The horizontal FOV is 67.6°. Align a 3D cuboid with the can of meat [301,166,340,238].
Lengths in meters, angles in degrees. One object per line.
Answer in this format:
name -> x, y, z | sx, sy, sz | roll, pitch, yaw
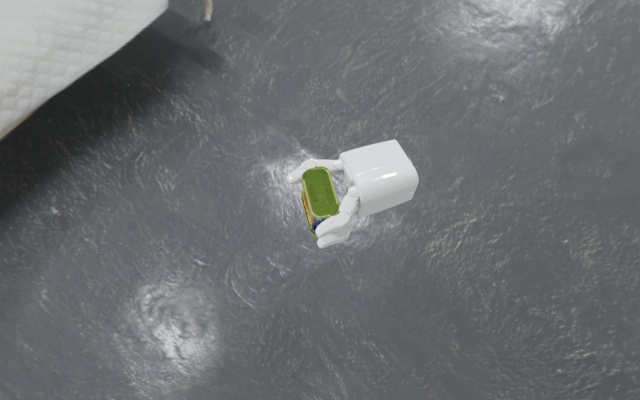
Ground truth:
can of meat -> 0.000, 0.002, 0.827 | 0.057, 0.102, 0.084 | -13, -24, -6
